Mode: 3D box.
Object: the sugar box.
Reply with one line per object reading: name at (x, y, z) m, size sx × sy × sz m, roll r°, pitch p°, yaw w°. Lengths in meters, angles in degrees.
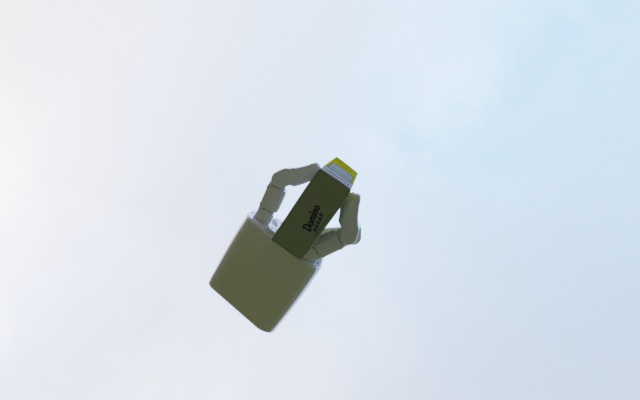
sugar box at (0.000, 0.002, 0.563) m, size 0.048 × 0.093 × 0.176 m, roll 34°, pitch 12°, yaw -2°
